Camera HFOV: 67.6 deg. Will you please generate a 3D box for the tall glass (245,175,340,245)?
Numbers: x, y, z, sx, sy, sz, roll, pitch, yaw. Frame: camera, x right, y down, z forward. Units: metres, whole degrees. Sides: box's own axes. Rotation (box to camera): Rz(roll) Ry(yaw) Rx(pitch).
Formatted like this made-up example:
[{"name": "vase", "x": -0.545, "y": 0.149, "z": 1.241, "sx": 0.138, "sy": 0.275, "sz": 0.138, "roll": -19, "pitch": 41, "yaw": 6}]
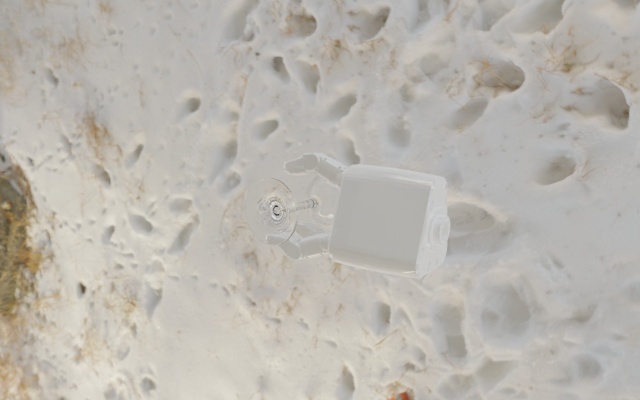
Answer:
[{"name": "tall glass", "x": 0.000, "y": 0.002, "z": 0.601, "sx": 0.079, "sy": 0.079, "sz": 0.201, "roll": 0, "pitch": 6, "yaw": 33}]
